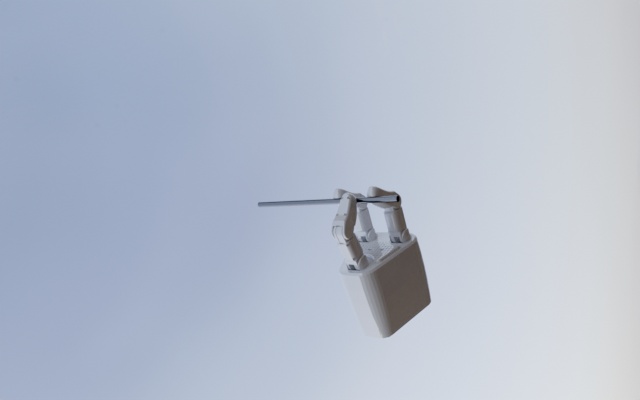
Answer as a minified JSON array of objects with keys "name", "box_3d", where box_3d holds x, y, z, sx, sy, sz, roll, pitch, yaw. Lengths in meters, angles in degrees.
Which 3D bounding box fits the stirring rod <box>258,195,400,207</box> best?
[{"name":"stirring rod","box_3d":[0.000,0.002,0.646,0.239,0.011,0.011,-3,-2,40]}]
